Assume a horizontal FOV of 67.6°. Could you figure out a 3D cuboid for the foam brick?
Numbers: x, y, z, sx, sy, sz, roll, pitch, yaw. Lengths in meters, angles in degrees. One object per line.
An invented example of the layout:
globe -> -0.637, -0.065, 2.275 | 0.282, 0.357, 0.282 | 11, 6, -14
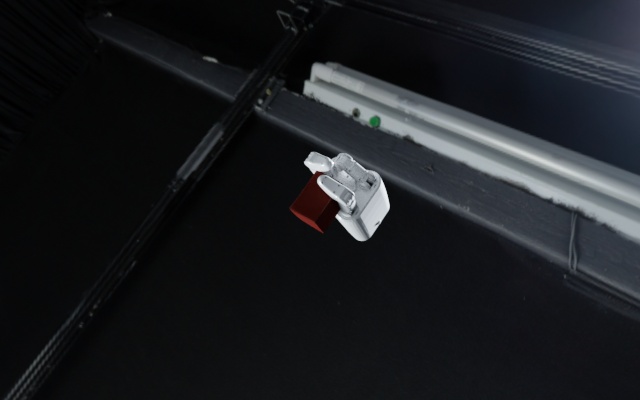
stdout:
foam brick -> 0.000, 0.003, 0.756 | 0.053, 0.078, 0.051 | 30, -12, 27
